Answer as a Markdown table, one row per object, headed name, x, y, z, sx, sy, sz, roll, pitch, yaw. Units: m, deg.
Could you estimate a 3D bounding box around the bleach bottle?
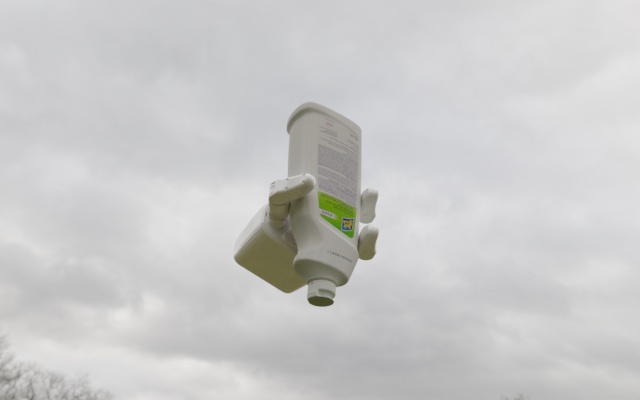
| name | x | y | z | sx | sy | sz | roll | pitch | yaw |
| --- | --- | --- | --- | --- | --- | --- | --- | --- | --- |
| bleach bottle | 0.000 | 0.002 | 0.574 | 0.102 | 0.250 | 0.068 | 22 | -38 | -24 |
